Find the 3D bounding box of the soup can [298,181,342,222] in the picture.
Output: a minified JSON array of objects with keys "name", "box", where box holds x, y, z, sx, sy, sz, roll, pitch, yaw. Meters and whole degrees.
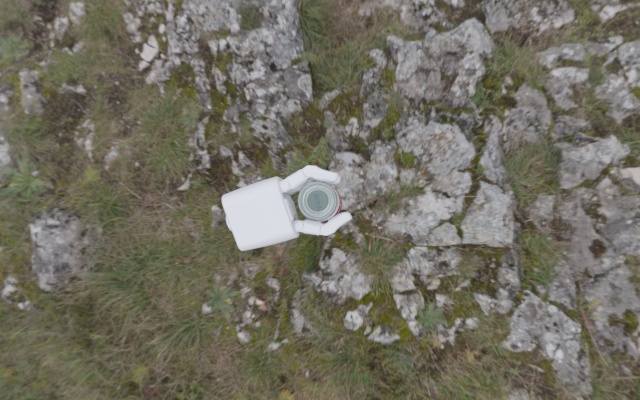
[{"name":"soup can","box":[0.001,0.003,0.831,0.068,0.068,0.102,0,-3,7]}]
